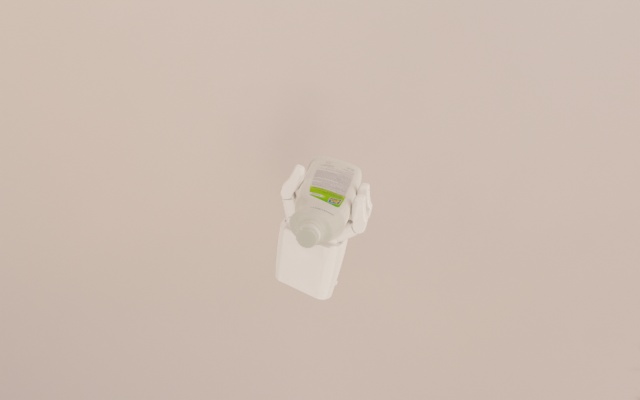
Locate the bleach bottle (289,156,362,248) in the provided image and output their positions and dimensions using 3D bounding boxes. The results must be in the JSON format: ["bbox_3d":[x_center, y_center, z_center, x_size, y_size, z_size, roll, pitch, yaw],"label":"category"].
[{"bbox_3d":[0.000,0.002,0.749,0.102,0.068,0.250,14,24,8],"label":"bleach bottle"}]
